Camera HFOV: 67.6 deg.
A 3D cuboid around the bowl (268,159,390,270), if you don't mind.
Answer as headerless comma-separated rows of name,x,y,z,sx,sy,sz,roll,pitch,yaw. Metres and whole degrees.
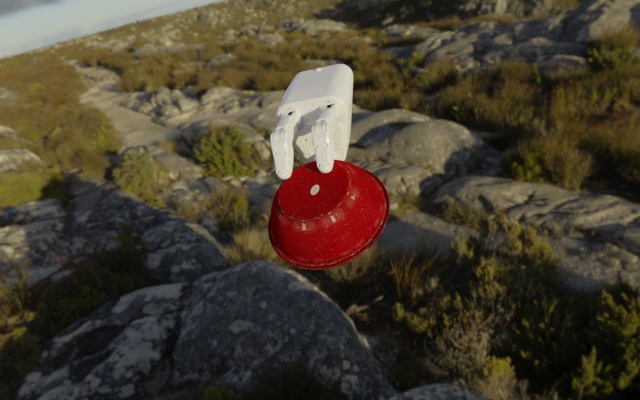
bowl,0.000,0.003,0.585,0.162,0.162,0.055,0,-36,23
